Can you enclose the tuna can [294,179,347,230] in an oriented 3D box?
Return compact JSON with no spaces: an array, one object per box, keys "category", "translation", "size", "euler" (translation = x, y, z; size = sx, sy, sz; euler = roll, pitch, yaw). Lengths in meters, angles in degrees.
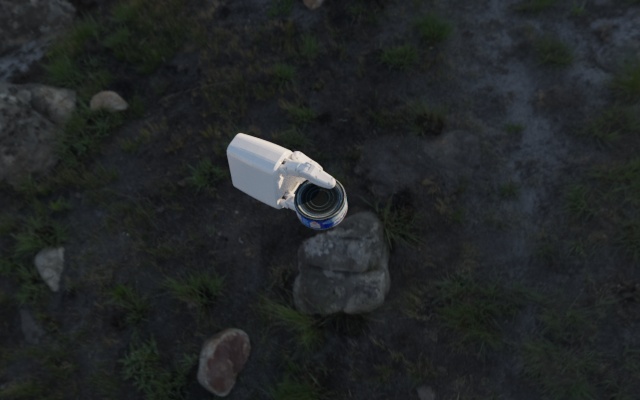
[{"category":"tuna can","translation":[0.000,0.002,0.774],"size":[0.086,0.086,0.034],"euler":[0,-30,6]}]
